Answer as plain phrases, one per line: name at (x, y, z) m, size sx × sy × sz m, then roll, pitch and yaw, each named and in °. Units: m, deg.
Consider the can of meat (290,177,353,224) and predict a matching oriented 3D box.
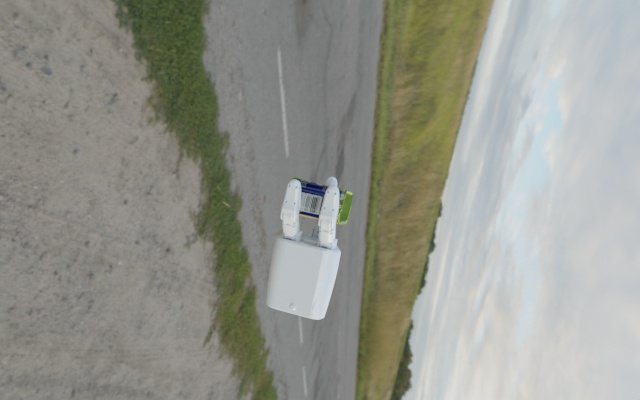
can of meat at (0.000, 0.002, 0.721) m, size 0.084 × 0.057 × 0.102 m, roll 13°, pitch 1°, yaw 11°
